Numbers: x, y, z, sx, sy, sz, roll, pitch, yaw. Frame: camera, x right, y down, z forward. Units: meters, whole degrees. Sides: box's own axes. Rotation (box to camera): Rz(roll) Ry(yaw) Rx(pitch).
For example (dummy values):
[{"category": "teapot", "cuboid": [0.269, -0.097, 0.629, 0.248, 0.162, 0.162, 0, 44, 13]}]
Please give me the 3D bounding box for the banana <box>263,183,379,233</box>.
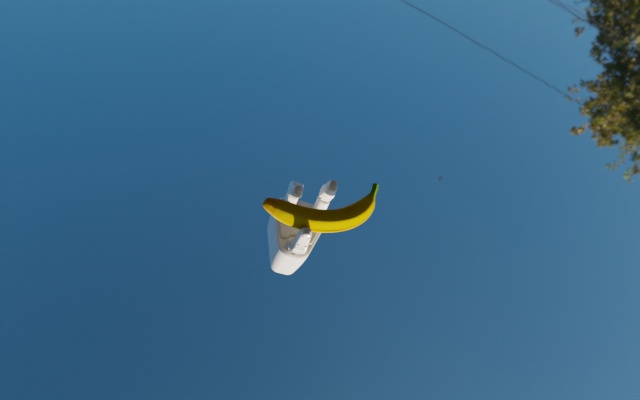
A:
[{"category": "banana", "cuboid": [0.008, 0.019, 0.767, 0.198, 0.069, 0.037, -8, -20, -19]}]
